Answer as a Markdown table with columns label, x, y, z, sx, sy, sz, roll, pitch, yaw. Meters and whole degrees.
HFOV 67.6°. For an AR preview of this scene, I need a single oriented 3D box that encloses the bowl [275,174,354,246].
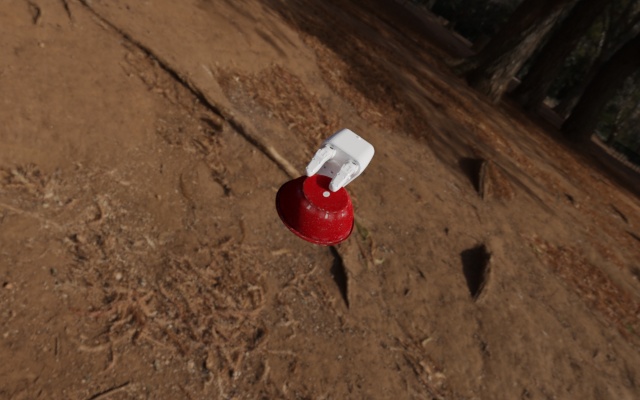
| label | x | y | z | sx | sy | sz | roll | pitch | yaw |
| --- | --- | --- | --- | --- | --- | --- | --- | --- | --- |
| bowl | 0.000 | 0.004 | 0.888 | 0.162 | 0.162 | 0.055 | 0 | -39 | -29 |
